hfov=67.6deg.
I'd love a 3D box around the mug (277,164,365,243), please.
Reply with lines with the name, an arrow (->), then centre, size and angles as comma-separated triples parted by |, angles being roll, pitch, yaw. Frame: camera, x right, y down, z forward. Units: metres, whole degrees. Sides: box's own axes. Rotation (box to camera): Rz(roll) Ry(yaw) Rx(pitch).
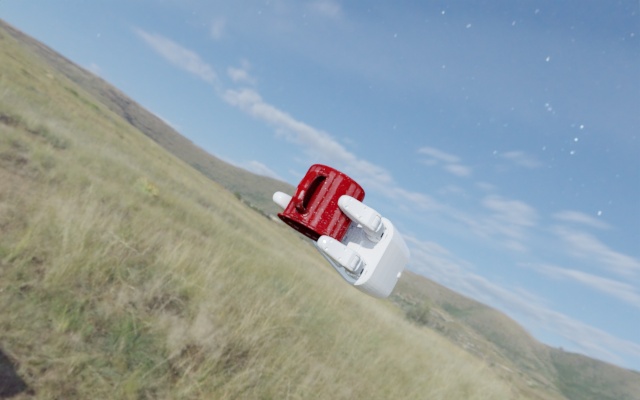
mug -> 0.000, 0.001, 0.599 | 0.093, 0.081, 0.117 | 23, -13, 31
